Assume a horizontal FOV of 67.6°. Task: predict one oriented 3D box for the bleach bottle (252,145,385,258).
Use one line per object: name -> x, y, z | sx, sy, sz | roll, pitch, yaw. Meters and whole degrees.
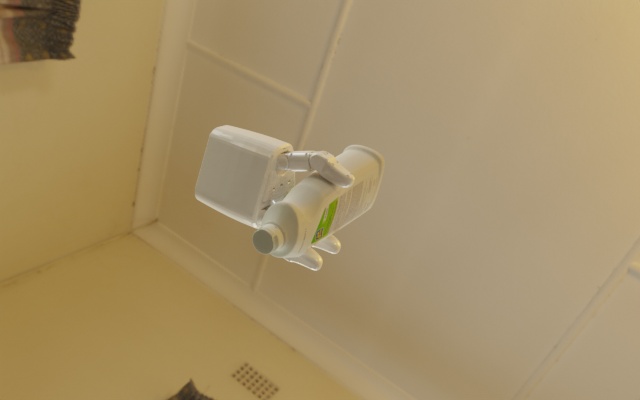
bleach bottle -> 0.000, 0.002, 0.612 | 0.068, 0.103, 0.250 | 22, 26, 22
